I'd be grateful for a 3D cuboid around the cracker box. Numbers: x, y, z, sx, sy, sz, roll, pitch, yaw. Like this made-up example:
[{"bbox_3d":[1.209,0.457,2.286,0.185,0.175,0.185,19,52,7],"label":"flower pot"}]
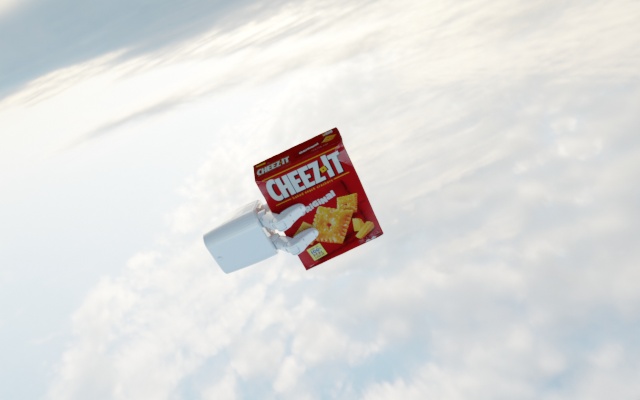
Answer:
[{"bbox_3d":[0.000,0.003,0.854,0.164,0.214,0.072,-25,30,4],"label":"cracker box"}]
